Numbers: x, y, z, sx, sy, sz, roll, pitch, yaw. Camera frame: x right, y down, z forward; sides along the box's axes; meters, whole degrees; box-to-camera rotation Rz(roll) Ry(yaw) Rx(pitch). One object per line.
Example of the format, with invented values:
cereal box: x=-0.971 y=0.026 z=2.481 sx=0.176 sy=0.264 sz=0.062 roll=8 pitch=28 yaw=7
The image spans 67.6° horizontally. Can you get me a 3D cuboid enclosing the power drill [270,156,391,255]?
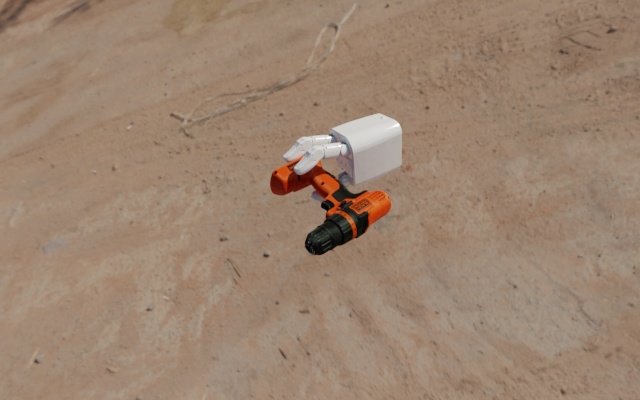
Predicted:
power drill: x=0.000 y=0.002 z=0.818 sx=0.184 sy=0.057 sz=0.187 roll=-28 pitch=53 yaw=-36
